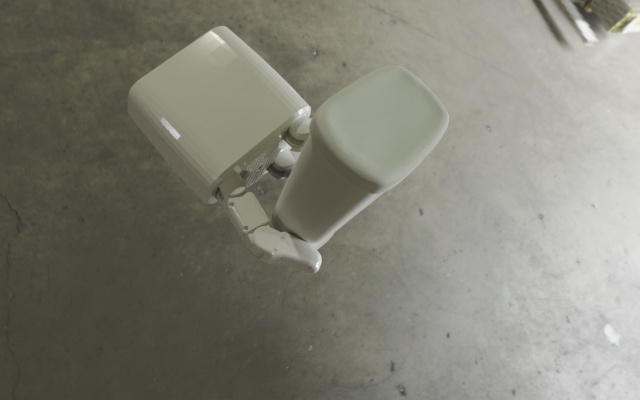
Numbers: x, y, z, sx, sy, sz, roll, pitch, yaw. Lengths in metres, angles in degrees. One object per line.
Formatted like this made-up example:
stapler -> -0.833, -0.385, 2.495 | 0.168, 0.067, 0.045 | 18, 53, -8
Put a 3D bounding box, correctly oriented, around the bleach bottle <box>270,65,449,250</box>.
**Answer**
bleach bottle -> 0.000, 0.001, 0.401 | 0.102, 0.068, 0.251 | -40, -6, -34
